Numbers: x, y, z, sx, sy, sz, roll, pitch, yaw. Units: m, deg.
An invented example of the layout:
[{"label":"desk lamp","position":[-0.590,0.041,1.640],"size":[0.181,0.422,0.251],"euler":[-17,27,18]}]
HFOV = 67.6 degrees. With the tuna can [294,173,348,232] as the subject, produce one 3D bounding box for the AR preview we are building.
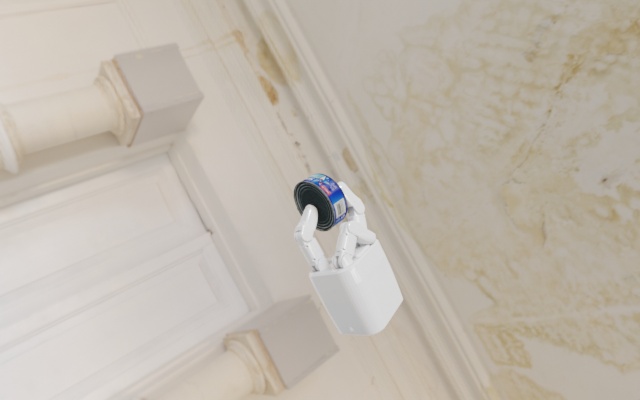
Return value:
[{"label":"tuna can","position":[0.000,0.002,0.732],"size":[0.033,0.086,0.086],"euler":[-34,21,-35]}]
